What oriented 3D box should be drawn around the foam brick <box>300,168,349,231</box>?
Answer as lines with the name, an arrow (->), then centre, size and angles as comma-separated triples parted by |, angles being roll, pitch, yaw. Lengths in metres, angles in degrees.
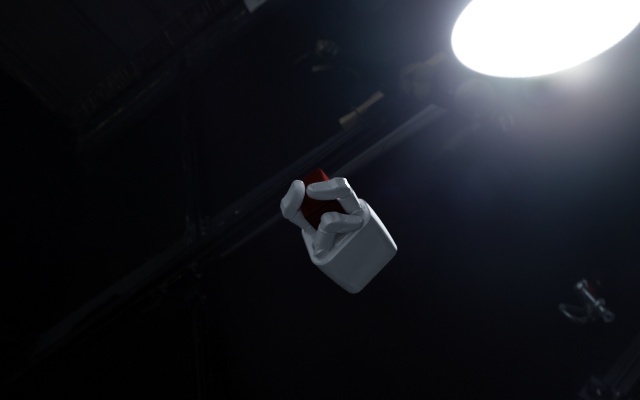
foam brick -> 0.000, 0.002, 0.704 | 0.053, 0.078, 0.051 | -34, -49, 10
